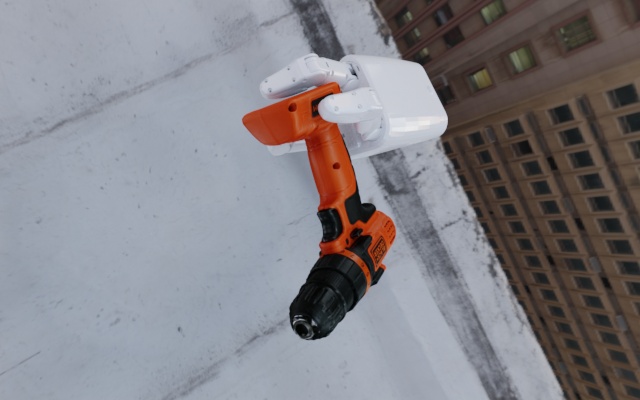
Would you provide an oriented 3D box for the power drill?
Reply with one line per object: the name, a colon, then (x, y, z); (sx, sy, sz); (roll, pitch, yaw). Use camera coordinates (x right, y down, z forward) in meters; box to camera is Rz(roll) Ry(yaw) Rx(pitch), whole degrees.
power drill: (0.000, 0.001, 0.418); (0.057, 0.188, 0.184); (-11, 17, 28)
